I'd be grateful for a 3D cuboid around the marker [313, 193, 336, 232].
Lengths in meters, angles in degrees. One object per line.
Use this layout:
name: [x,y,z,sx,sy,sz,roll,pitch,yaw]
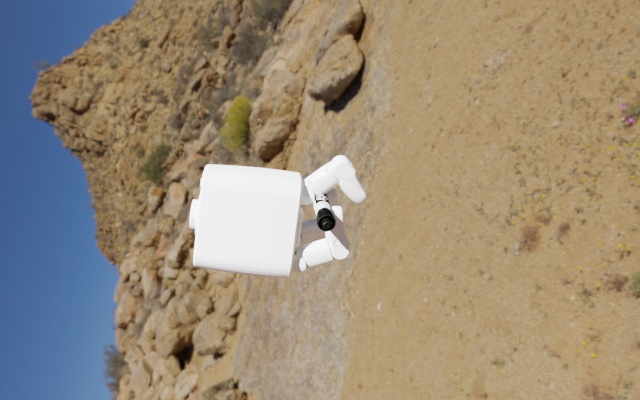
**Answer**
marker: [0.000,0.002,0.526,0.020,0.020,0.121,0,23,-7]
